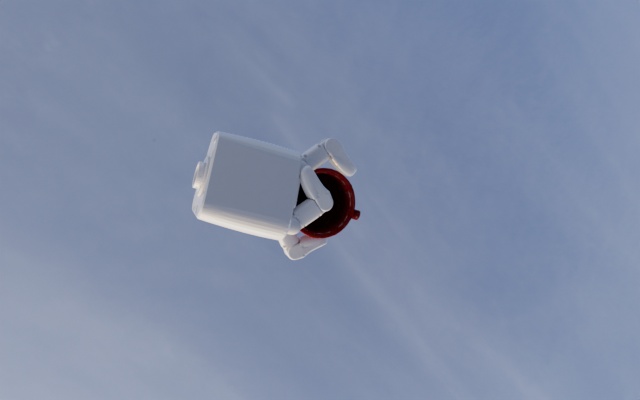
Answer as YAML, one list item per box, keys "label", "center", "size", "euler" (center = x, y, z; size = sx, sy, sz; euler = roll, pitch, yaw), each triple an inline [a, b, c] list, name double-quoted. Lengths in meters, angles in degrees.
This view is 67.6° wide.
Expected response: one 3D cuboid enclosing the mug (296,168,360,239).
- label: "mug"
  center: [0.001, 0.002, 0.662]
  size: [0.117, 0.093, 0.081]
  euler: [16, 1, -22]
